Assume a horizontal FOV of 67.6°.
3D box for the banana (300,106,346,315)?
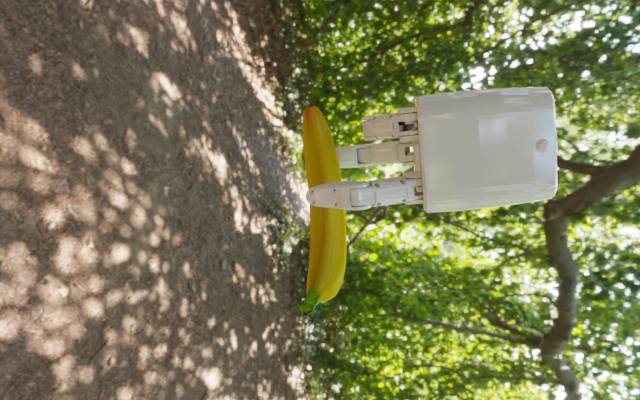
[{"bbox_3d":[0.004,0.010,0.461,0.037,0.197,0.070,-4,-16,10],"label":"banana"}]
